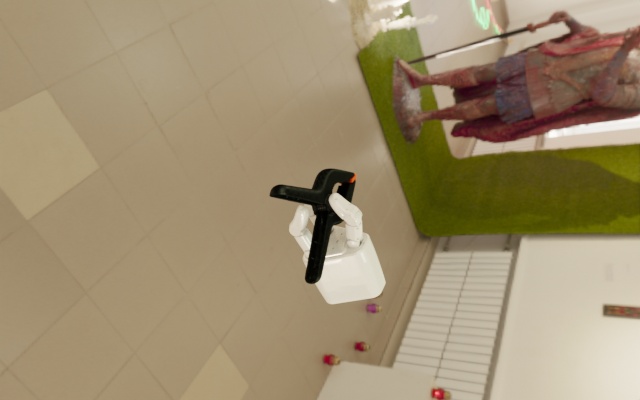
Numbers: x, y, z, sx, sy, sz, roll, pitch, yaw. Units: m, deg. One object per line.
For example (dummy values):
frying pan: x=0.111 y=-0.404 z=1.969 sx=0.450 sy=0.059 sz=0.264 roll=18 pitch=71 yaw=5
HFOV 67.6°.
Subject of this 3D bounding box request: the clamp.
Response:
clamp: x=0.001 y=0.002 z=0.751 sx=0.036 sy=0.165 sz=0.210 roll=-4 pitch=34 yaw=33
